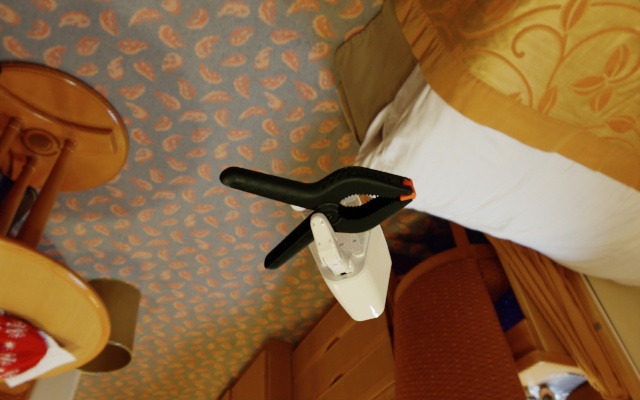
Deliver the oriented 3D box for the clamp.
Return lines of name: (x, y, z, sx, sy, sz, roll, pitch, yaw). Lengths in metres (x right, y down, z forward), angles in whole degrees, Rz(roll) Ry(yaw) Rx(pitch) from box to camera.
clamp: (0.001, 0.002, 0.542, 0.210, 0.036, 0.165, -17, -47, 12)
